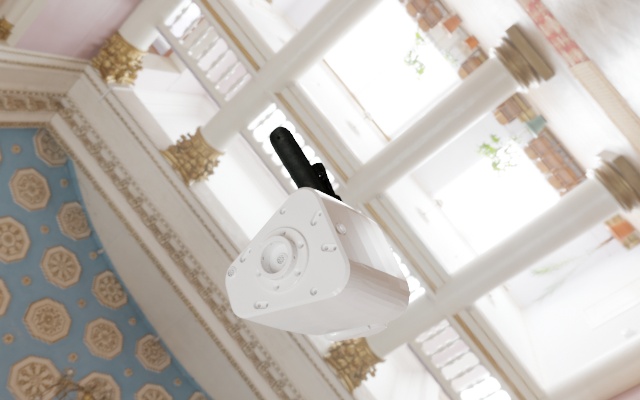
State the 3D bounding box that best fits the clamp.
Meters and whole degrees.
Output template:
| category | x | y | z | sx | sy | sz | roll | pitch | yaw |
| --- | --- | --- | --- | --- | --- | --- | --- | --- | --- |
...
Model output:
| category | x | y | z | sx | sy | sz | roll | pitch | yaw |
| --- | --- | --- | --- | --- | --- | --- | --- | --- | --- |
| clamp | 0.000 | 0.002 | 0.494 | 0.039 | 0.171 | 0.120 | -36 | -34 | 13 |
